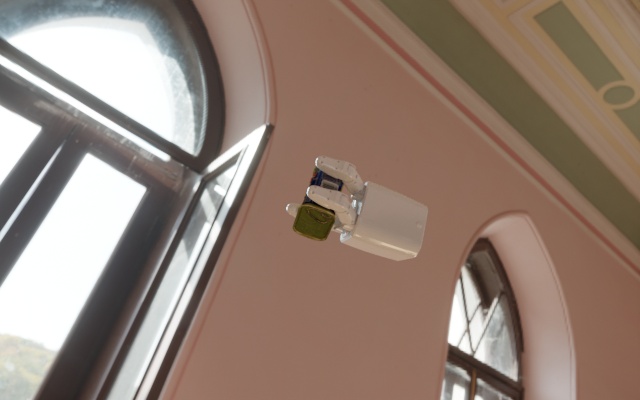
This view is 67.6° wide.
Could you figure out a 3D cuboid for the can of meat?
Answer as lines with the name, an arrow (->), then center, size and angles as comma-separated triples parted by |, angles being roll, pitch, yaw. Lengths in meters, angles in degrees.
can of meat -> 0.000, 0.002, 0.744 | 0.057, 0.084, 0.102 | 19, -30, -1
